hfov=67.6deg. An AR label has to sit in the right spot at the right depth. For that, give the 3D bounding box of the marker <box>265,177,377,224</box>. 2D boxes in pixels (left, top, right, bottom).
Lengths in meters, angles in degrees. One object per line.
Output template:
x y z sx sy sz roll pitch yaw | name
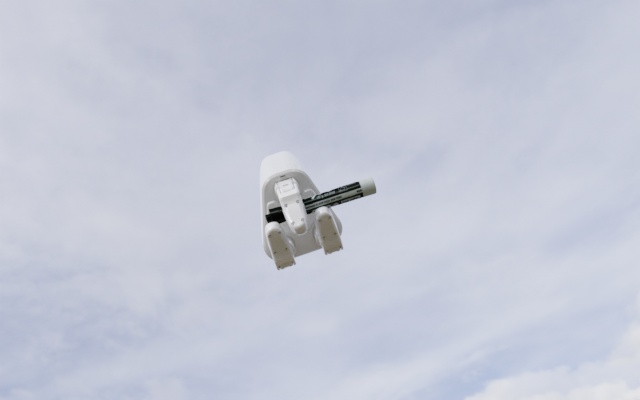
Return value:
0.000 0.002 0.509 0.121 0.020 0.020 -18 1 -4 | marker
